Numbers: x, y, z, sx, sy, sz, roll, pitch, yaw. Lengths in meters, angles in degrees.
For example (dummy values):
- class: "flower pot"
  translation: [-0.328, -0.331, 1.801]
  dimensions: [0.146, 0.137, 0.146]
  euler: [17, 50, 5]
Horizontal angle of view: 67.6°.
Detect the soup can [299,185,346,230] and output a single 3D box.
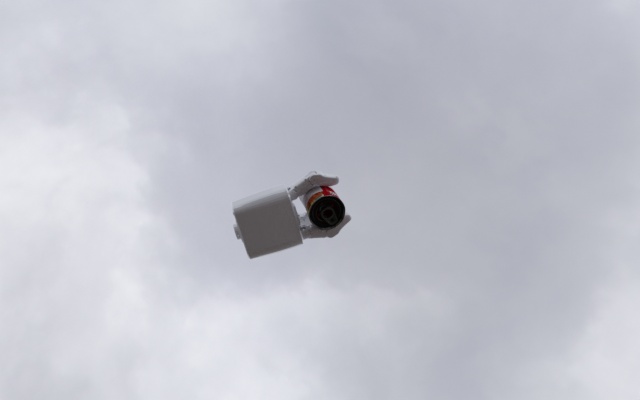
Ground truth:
- class: "soup can"
  translation: [0.001, 0.003, 0.895]
  dimensions: [0.068, 0.068, 0.102]
  euler: [0, 23, -15]
